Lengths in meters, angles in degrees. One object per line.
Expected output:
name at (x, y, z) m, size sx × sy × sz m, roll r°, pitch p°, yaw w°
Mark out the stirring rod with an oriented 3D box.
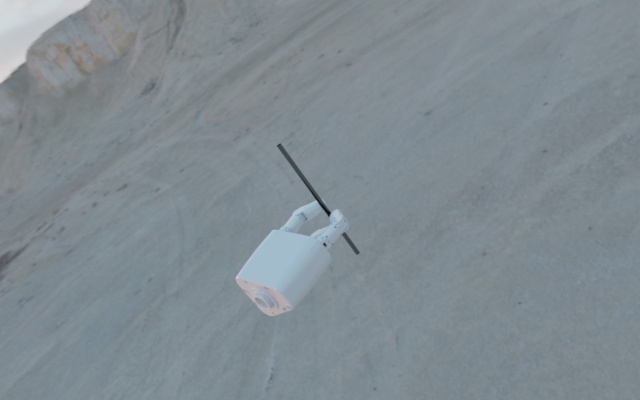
stirring rod at (0.000, 0.003, 0.800) m, size 0.011 × 0.240 × 0.011 m, roll -31°, pitch 22°, yaw 14°
